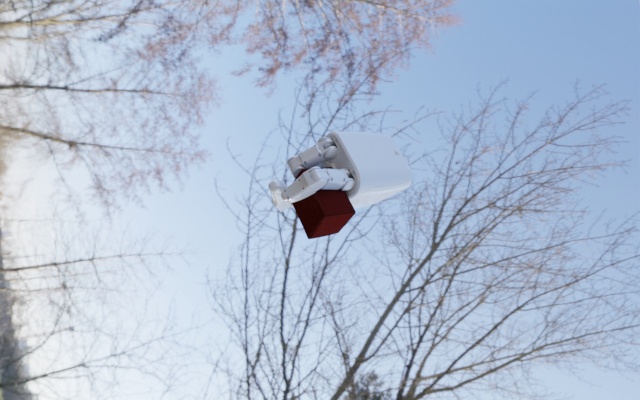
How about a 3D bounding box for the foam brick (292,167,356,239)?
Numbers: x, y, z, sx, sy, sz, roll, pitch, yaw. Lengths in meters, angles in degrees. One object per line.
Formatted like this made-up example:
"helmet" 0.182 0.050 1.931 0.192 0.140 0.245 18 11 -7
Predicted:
"foam brick" 0.000 0.002 0.624 0.051 0.078 0.053 -5 -32 -36
